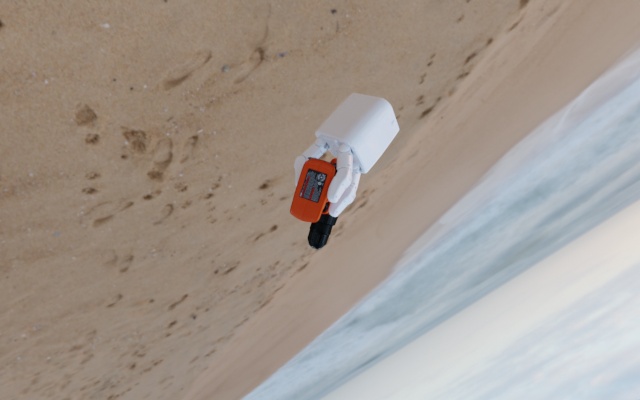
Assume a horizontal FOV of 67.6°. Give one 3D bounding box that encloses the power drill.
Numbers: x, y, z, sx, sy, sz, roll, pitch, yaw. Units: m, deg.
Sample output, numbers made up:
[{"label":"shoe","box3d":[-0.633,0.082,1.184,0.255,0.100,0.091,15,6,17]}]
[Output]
[{"label":"power drill","box3d":[0.000,0.003,0.870,0.057,0.184,0.187,16,1,12]}]
